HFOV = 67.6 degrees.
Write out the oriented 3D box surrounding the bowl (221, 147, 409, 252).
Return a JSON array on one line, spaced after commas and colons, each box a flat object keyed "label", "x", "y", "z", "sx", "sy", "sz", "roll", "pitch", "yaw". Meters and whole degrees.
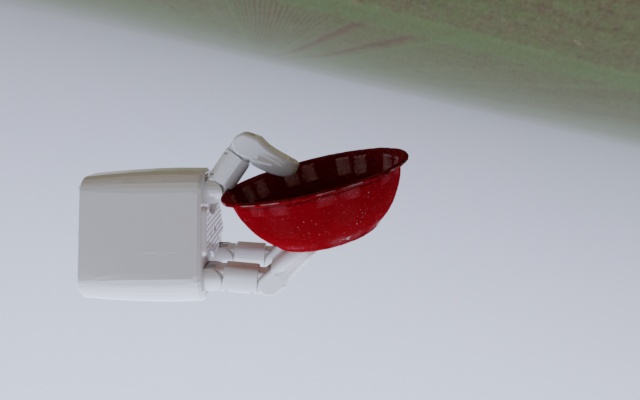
[{"label": "bowl", "x": 0.001, "y": 0.002, "z": 0.410, "sx": 0.162, "sy": 0.055, "sz": 0.162, "roll": -13, "pitch": 14, "yaw": 3}]
